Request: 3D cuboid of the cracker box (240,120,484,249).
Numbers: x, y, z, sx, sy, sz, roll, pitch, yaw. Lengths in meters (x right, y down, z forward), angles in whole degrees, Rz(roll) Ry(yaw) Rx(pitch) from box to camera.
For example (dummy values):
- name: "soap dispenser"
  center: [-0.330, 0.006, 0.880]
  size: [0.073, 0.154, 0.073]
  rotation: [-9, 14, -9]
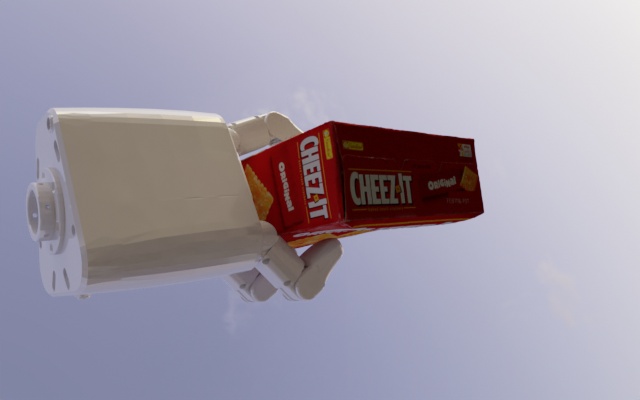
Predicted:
- name: "cracker box"
  center: [0.000, 0.001, 0.406]
  size: [0.164, 0.072, 0.214]
  rotation: [-2, -8, -42]
